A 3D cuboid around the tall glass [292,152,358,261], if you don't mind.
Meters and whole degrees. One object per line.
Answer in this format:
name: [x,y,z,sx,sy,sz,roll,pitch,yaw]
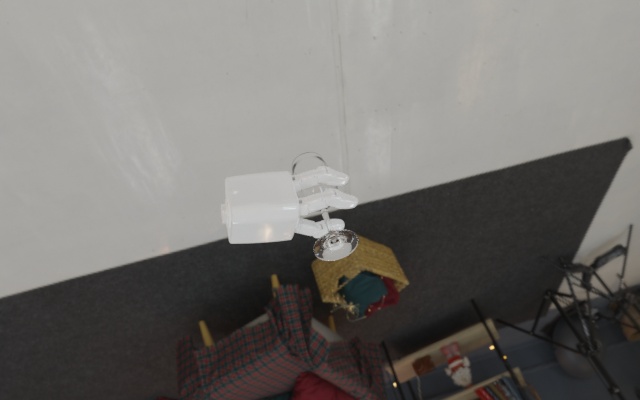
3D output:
tall glass: [0.000,0.003,0.821,0.079,0.079,0.201,0,44,-20]
